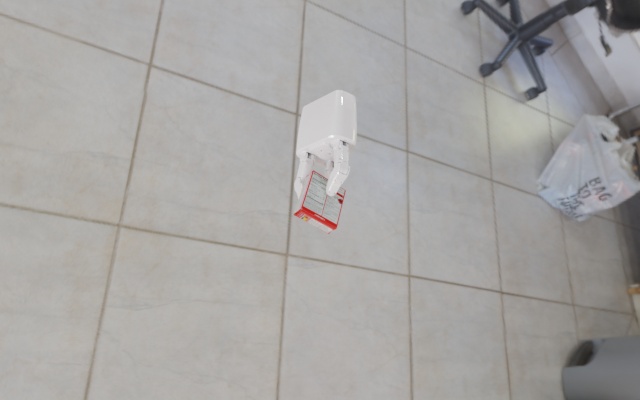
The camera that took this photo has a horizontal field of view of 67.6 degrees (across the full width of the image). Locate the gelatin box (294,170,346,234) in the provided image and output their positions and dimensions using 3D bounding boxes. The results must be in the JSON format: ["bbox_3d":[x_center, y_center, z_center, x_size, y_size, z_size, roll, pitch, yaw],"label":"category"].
[{"bbox_3d":[0.000,0.003,0.827,0.073,0.089,0.030,30,-38,-19],"label":"gelatin box"}]
